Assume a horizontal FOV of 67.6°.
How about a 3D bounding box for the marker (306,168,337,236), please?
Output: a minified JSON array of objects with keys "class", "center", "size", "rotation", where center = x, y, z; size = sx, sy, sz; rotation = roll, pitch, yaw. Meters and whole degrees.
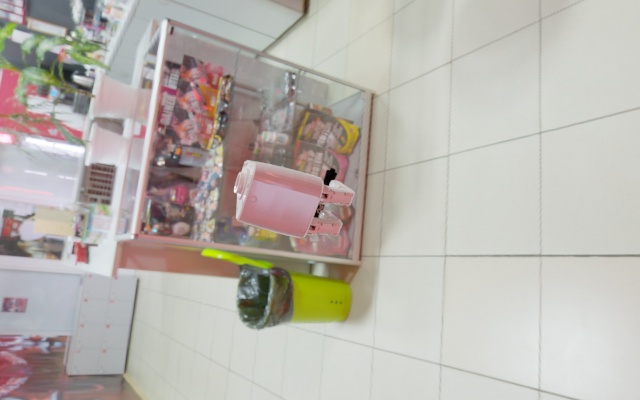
[{"class":"marker","center":[0.000,0.003,0.793],"size":[0.020,0.121,0.020],"rotation":[19,18,-6]}]
